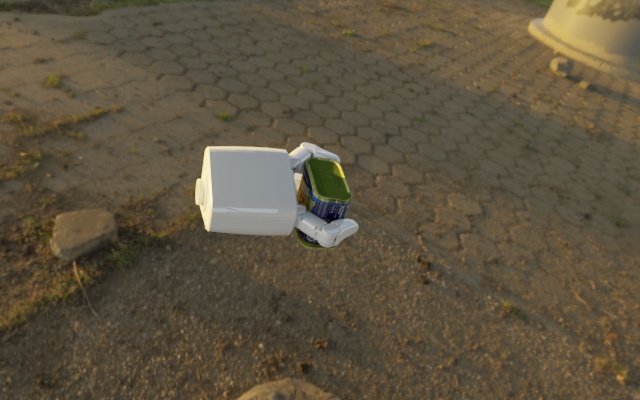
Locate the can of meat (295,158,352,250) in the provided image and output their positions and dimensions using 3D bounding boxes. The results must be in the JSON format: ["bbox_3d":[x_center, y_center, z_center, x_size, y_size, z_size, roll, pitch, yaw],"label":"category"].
[{"bbox_3d":[0.000,0.002,0.648,0.057,0.084,0.102,5,37,-18],"label":"can of meat"}]
